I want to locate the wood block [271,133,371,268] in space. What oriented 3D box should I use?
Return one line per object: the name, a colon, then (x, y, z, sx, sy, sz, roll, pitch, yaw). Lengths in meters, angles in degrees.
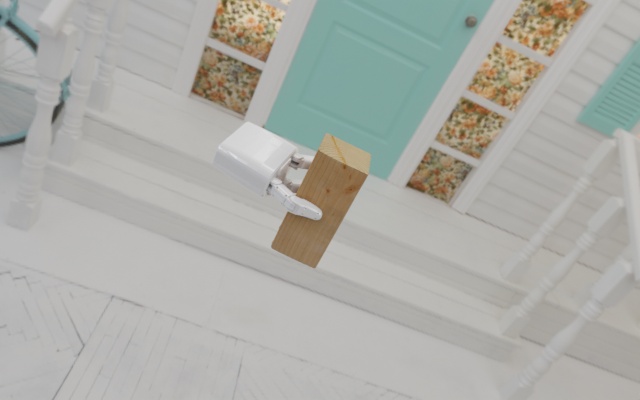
wood block: (0.000, 0.003, 0.829, 0.090, 0.206, 0.090, 26, 28, -3)
